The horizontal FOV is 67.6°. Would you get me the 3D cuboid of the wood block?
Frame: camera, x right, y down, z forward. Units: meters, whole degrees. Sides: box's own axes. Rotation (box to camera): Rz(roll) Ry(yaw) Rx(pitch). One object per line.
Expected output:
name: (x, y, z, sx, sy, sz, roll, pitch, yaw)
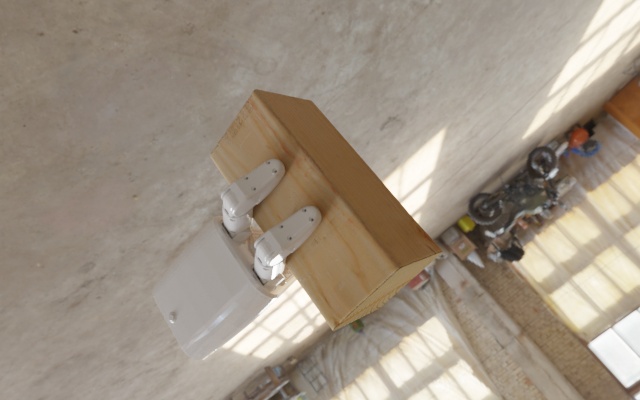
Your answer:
wood block: (0.000, 0.002, 0.446, 0.090, 0.206, 0.091, -49, -23, 26)
